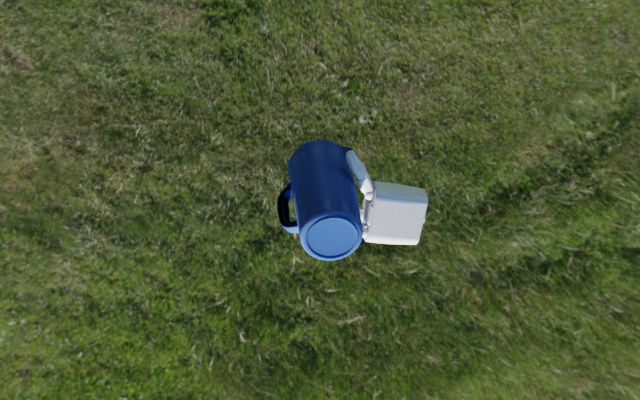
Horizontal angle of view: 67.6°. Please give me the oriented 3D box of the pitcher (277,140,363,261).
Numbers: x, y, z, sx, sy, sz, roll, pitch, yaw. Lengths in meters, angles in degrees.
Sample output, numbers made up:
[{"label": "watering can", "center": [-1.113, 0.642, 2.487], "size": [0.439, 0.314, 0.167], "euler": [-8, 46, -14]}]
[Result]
[{"label": "pitcher", "center": [0.000, 0.003, 0.898], "size": [0.145, 0.149, 0.242], "euler": [7, 33, -10]}]
